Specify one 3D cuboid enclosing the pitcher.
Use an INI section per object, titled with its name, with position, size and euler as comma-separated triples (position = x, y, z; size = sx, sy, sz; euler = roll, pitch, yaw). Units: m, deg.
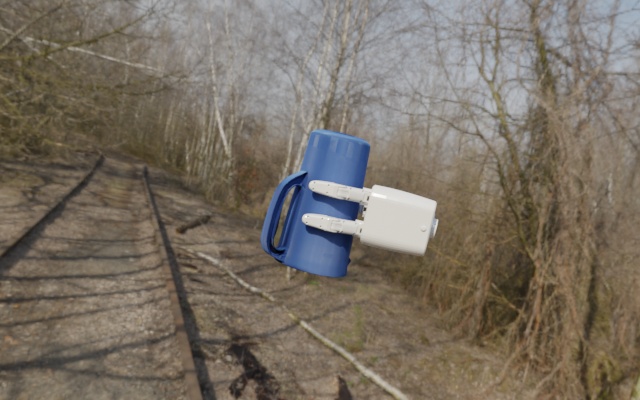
[pitcher]
position = 0.000, 0.003, 0.831
size = 0.145, 0.243, 0.149
euler = 14, 3, 11
